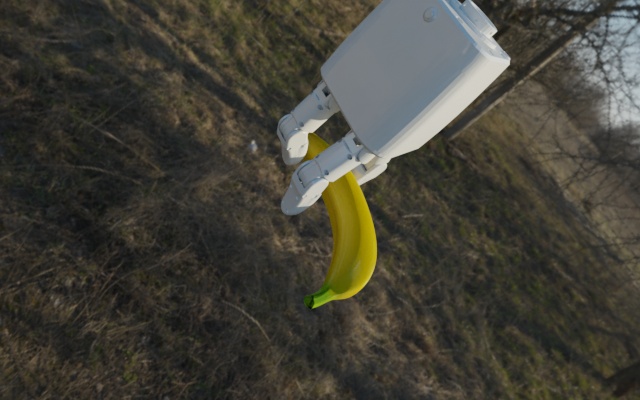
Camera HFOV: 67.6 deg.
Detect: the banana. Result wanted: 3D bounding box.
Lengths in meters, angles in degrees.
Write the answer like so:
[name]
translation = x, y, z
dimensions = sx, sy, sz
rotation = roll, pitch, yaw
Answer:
[banana]
translation = 0.015, 0.010, 0.435
dimensions = 0.070, 0.197, 0.037
rotation = 23, -49, -30
